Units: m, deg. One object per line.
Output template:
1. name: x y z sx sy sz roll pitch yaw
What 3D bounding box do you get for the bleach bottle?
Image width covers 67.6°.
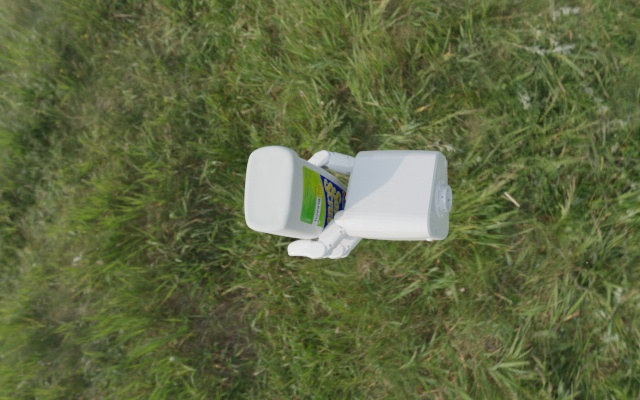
1. bleach bottle: 0.000 0.002 0.644 0.068 0.102 0.251 1 -6 29
